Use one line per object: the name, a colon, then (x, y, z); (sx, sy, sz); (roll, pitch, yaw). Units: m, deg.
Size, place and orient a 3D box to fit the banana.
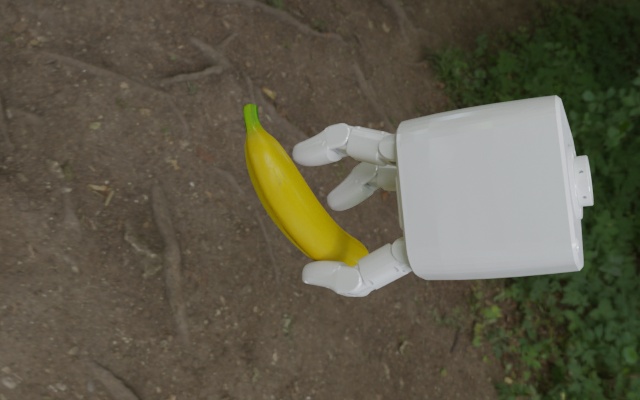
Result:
banana: (-0.006, 0.012, 0.395); (0.037, 0.069, 0.198); (-12, -49, 29)
